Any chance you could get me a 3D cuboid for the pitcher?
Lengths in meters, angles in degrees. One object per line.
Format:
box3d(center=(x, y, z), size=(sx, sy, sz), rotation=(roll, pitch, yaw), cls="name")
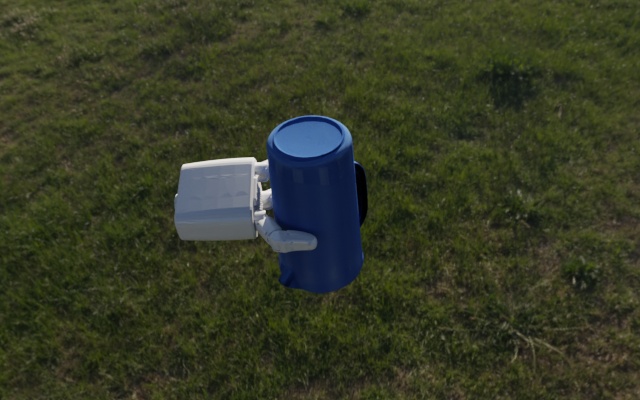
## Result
box3d(center=(0.000, 0.002, 0.677), size=(0.145, 0.243, 0.149), rotation=(-3, 43, 2), cls="pitcher")
